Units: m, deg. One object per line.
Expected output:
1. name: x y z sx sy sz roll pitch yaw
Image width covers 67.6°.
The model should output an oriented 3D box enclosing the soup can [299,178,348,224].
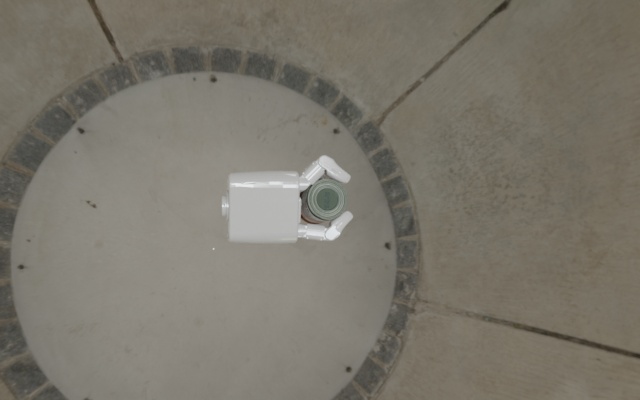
1. soup can: 0.001 0.003 0.785 0.068 0.068 0.102 0 -6 -12
